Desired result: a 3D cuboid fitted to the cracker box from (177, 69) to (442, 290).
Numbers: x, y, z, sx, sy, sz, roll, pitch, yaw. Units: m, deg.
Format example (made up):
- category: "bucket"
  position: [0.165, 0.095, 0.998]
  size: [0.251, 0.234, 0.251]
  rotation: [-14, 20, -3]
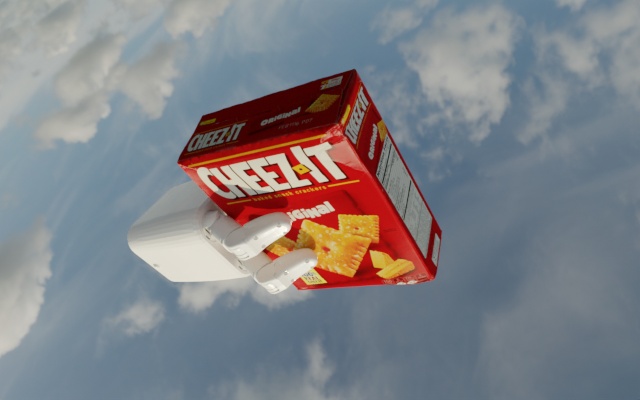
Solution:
- category: "cracker box"
  position: [0.000, 0.001, 0.449]
  size: [0.164, 0.072, 0.214]
  rotation: [-9, -44, 30]
